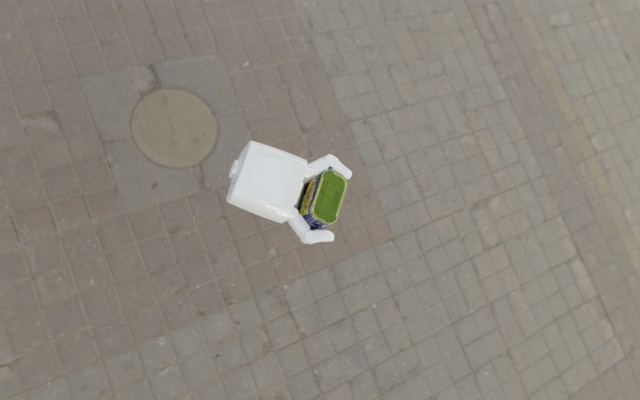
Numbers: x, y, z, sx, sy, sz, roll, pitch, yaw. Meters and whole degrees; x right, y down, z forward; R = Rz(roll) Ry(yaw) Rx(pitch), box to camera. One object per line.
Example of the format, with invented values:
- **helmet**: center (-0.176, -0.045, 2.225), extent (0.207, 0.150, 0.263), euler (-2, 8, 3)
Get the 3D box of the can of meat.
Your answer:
- **can of meat**: center (0.000, 0.003, 0.855), extent (0.057, 0.102, 0.084), euler (24, -22, -16)
